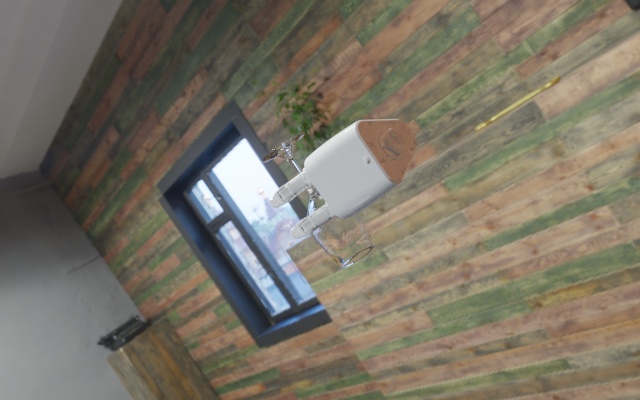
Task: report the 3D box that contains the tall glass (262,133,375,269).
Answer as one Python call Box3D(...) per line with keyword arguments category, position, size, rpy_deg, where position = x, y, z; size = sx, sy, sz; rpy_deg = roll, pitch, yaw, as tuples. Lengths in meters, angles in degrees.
Box3D(category="tall glass", position=(0.000, 0.002, 0.714), size=(0.079, 0.201, 0.079), rpy_deg=(-34, 0, 0))
